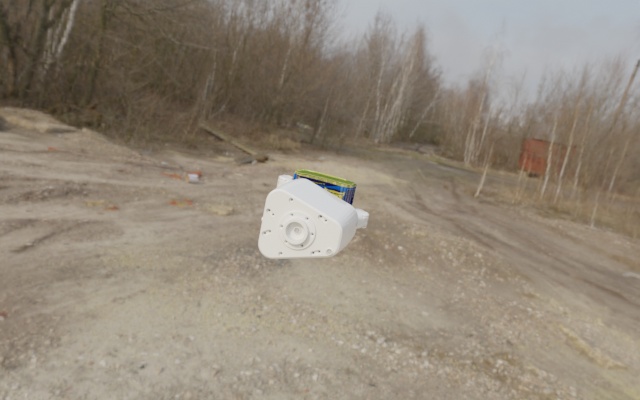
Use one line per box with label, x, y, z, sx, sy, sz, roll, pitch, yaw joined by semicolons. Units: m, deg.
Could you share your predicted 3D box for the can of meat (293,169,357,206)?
can of meat;0.000;0.002;0.746;0.102;0.084;0.057;15;12;15
